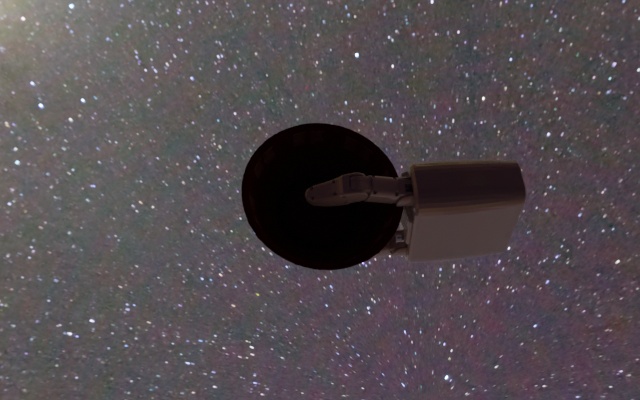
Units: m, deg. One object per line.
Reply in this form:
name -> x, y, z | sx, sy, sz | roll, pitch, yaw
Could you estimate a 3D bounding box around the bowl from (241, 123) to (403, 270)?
bowl -> -0.001, 0.002, 0.494 | 0.162, 0.162, 0.055 | 0, -25, -8
